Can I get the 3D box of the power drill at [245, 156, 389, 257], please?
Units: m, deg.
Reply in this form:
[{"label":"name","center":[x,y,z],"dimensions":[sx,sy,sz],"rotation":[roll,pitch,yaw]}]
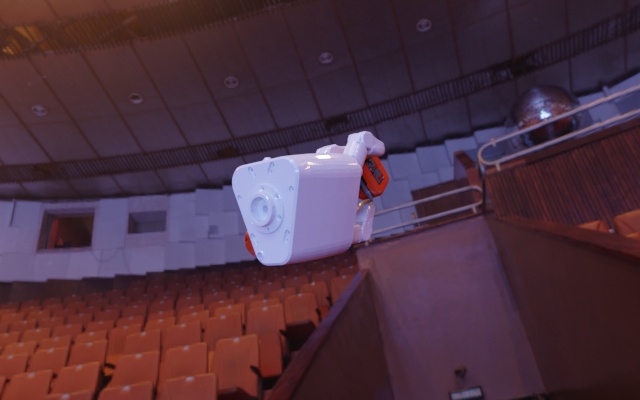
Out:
[{"label":"power drill","center":[0.000,0.002,0.651],"dimensions":[0.188,0.057,0.184],"rotation":[-32,5,19]}]
